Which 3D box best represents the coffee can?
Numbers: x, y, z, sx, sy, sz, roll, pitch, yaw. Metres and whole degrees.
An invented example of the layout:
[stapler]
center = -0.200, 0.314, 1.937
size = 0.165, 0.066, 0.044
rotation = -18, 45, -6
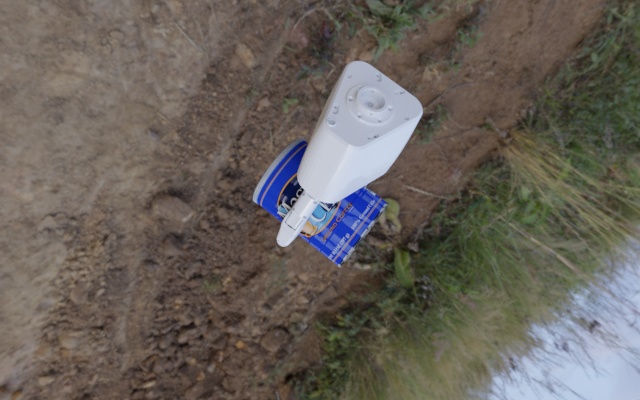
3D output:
[coffee can]
center = 0.000, 0.002, 0.608
size = 0.140, 0.103, 0.103
rotation = 37, 4, 5
